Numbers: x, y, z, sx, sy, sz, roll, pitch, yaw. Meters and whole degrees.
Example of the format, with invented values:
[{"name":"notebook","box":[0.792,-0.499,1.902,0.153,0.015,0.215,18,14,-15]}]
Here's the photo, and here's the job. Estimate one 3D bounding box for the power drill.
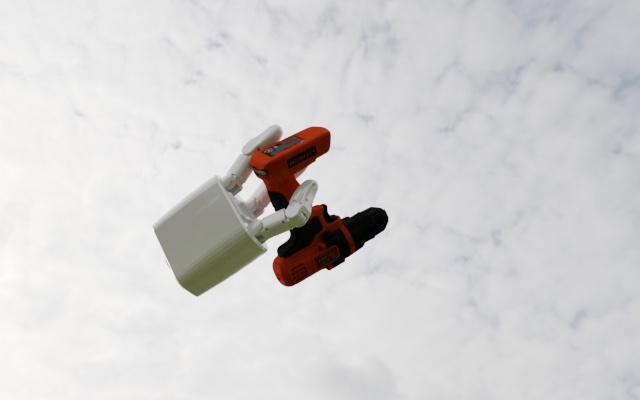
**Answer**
[{"name":"power drill","box":[0.000,0.002,0.631,0.184,0.188,0.057,-29,26,-22]}]
